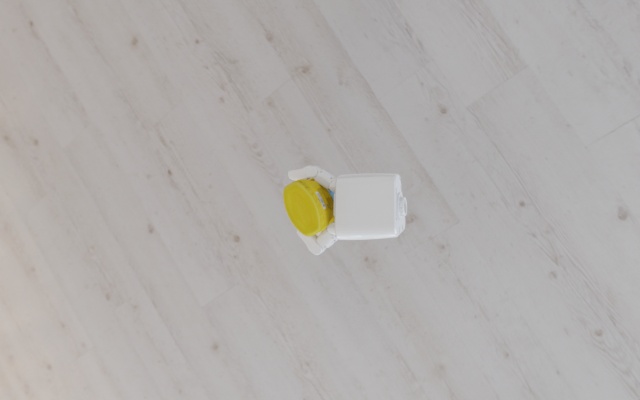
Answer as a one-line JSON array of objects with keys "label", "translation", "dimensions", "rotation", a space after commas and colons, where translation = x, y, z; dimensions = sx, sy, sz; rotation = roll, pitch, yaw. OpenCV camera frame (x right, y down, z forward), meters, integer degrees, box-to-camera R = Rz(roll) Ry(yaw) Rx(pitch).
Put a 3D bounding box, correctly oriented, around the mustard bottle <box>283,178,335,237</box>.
[{"label": "mustard bottle", "translation": [0.000, 0.003, 0.882], "dimensions": [0.058, 0.096, 0.191], "rotation": [-28, -3, 21]}]
